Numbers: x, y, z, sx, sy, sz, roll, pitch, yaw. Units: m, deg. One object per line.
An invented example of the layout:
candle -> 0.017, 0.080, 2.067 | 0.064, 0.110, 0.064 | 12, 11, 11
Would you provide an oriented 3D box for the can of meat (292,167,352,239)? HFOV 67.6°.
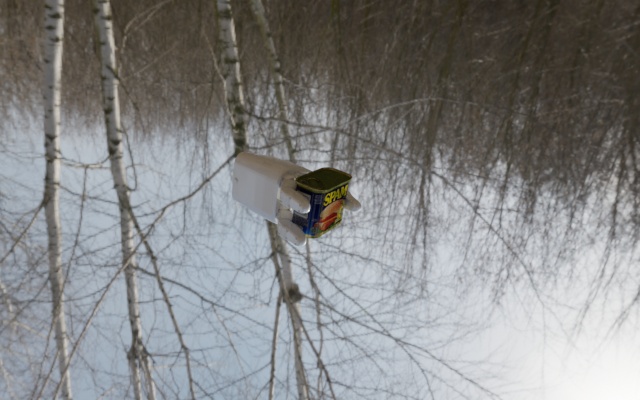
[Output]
can of meat -> 0.000, 0.003, 0.753 | 0.057, 0.084, 0.102 | 22, 27, 26
